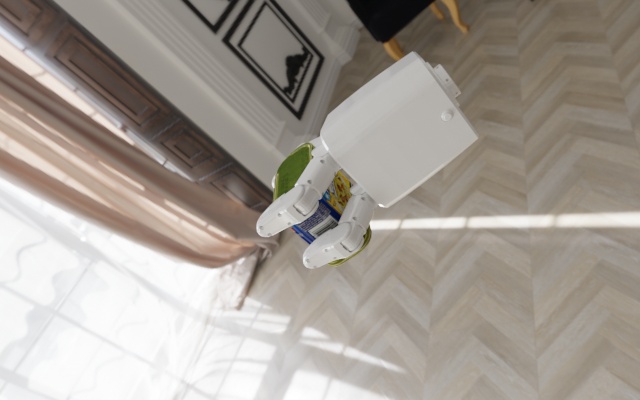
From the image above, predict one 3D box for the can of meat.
[{"bbox_3d":[0.000,0.001,0.478,0.057,0.102,0.084,-35,-59,21],"label":"can of meat"}]
